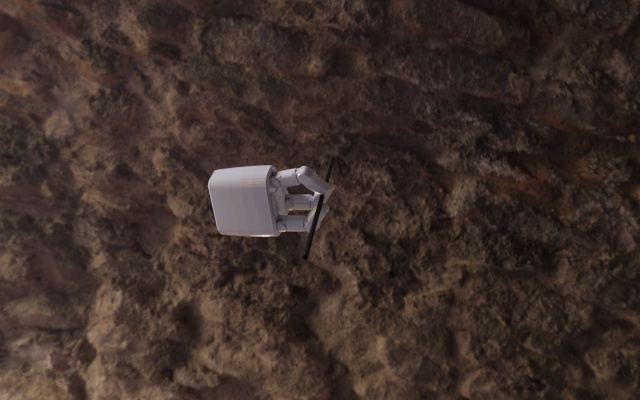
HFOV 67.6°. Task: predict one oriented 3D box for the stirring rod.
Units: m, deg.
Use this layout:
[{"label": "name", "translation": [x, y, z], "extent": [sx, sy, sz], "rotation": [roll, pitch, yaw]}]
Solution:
[{"label": "stirring rod", "translation": [0.000, 0.002, 0.753], "extent": [0.011, 0.011, 0.239], "rotation": [0, 40, 14]}]
